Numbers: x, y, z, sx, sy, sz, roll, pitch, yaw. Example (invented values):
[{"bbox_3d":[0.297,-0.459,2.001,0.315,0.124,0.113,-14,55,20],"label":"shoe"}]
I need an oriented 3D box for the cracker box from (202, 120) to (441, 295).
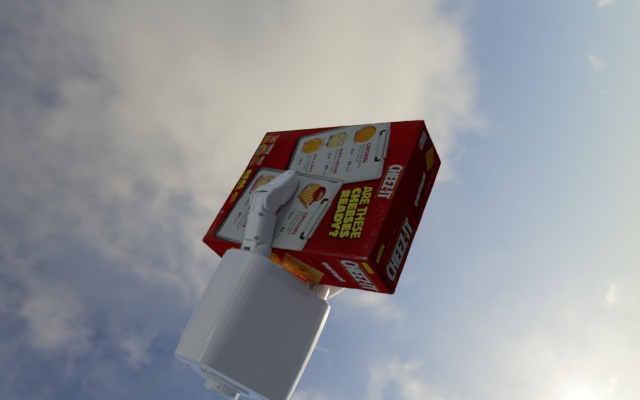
[{"bbox_3d":[0.000,0.002,0.508,0.213,0.164,0.072,2,-36,37],"label":"cracker box"}]
